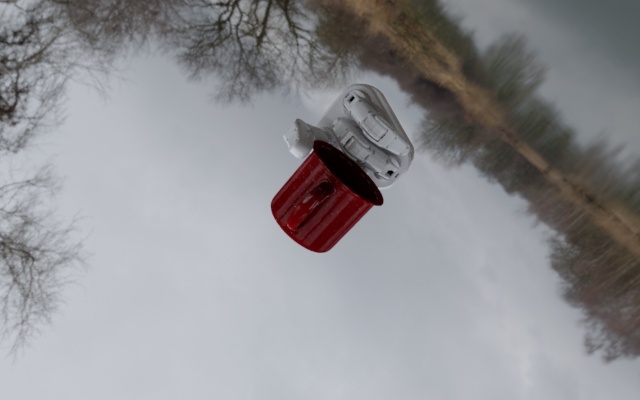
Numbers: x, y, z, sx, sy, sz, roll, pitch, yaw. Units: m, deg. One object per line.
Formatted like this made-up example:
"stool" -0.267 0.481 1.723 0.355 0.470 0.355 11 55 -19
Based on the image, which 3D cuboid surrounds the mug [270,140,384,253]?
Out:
"mug" 0.000 0.002 0.476 0.093 0.081 0.117 44 19 4
